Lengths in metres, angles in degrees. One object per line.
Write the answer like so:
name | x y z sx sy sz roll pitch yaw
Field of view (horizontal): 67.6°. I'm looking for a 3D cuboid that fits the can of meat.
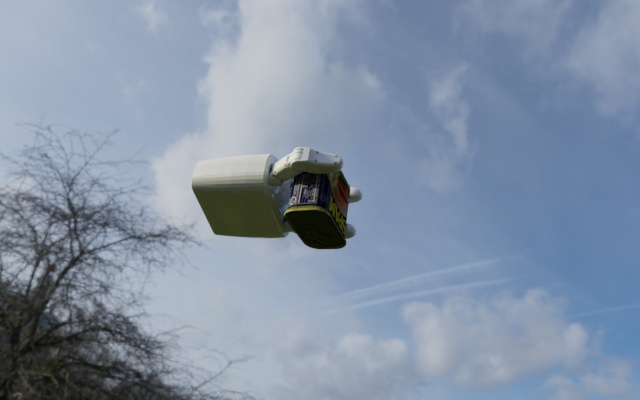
can of meat | 0.000 0.002 0.600 0.057 0.084 0.102 -4 -32 20
